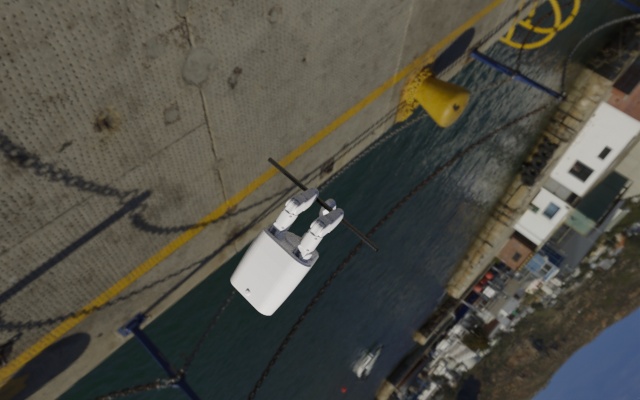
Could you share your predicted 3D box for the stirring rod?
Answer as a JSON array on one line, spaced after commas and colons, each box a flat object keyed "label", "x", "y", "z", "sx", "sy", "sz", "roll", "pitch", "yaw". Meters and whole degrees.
[{"label": "stirring rod", "x": 0.000, "y": 0.002, "z": 0.761, "sx": 0.239, "sy": 0.011, "sz": 0.011, "roll": 40, "pitch": 17, "yaw": 21}]
